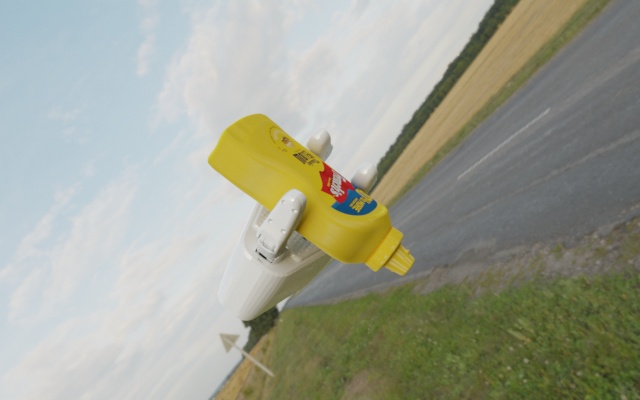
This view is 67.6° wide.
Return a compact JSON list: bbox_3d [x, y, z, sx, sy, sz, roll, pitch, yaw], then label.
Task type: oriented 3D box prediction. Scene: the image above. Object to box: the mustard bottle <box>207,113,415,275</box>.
[{"bbox_3d":[0.000,0.001,0.420,0.191,0.058,0.096,37,20,4],"label":"mustard bottle"}]
